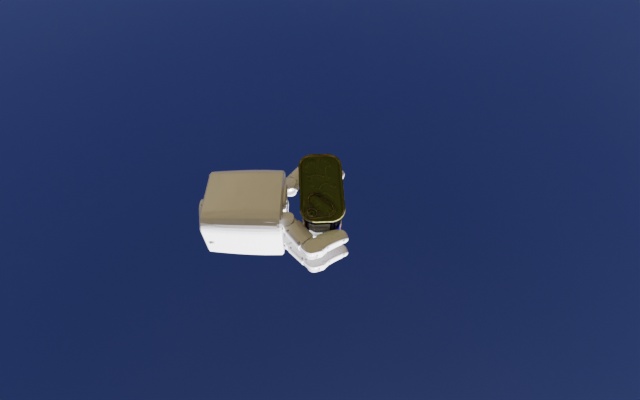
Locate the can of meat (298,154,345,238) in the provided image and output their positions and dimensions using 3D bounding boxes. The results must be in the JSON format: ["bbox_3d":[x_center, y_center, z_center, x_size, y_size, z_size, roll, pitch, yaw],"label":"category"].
[{"bbox_3d":[0.000,0.002,0.647,0.057,0.102,0.084,-2,-29,-3],"label":"can of meat"}]
